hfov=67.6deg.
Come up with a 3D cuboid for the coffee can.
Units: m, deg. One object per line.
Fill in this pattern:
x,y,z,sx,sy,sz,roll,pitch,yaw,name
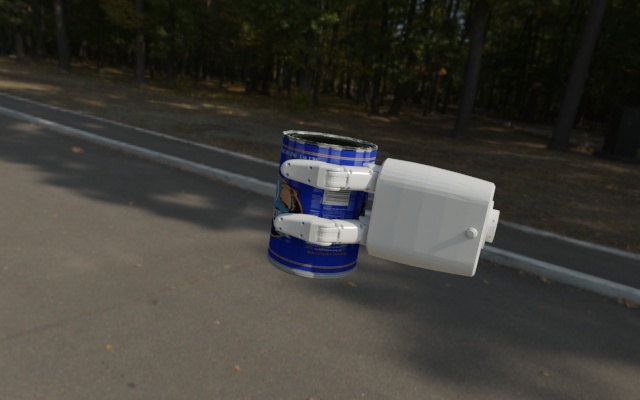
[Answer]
0.000,0.002,0.524,0.103,0.140,0.102,8,14,-2,coffee can
